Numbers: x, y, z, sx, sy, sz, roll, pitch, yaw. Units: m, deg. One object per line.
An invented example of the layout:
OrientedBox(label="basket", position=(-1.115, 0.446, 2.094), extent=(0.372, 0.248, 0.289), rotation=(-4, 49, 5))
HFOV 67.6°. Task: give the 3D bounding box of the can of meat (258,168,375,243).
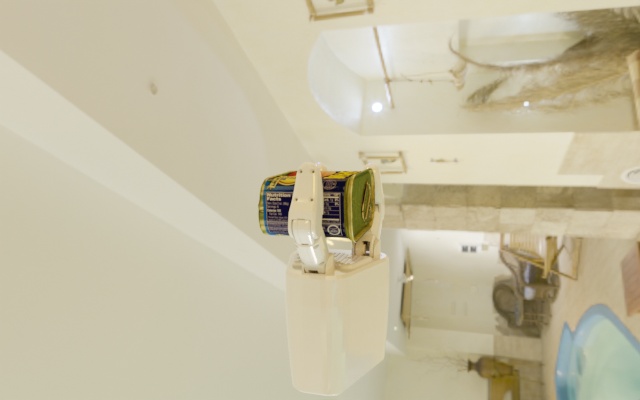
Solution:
OrientedBox(label="can of meat", position=(0.000, 0.001, 0.439), extent=(0.084, 0.057, 0.102), rotation=(1, 9, 17))
